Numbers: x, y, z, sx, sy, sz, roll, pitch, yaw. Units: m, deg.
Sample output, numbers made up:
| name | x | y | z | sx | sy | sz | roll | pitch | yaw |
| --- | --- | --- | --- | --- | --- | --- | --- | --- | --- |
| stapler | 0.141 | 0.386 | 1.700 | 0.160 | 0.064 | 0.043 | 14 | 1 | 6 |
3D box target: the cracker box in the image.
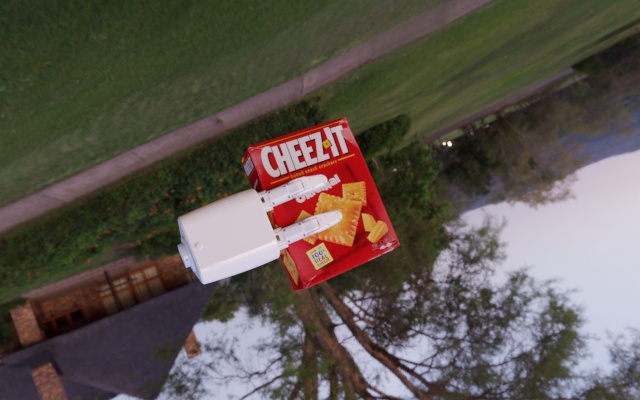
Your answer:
| name | x | y | z | sx | sy | sz | roll | pitch | yaw |
| --- | --- | --- | --- | --- | --- | --- | --- | --- | --- |
| cracker box | 0.000 | 0.003 | 0.705 | 0.164 | 0.213 | 0.072 | -20 | -5 | -21 |
